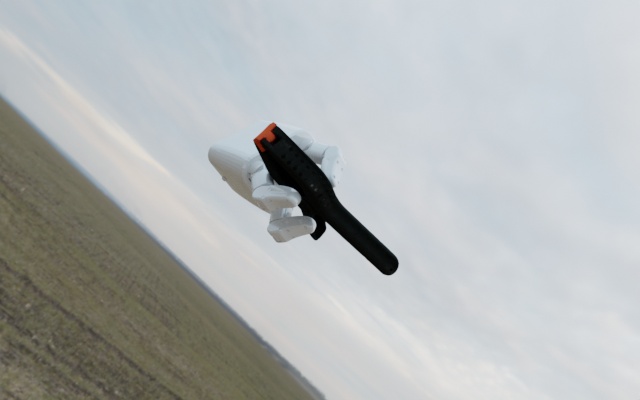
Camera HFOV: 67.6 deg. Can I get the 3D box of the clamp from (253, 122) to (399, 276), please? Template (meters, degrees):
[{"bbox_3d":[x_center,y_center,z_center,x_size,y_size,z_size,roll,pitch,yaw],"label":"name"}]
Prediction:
[{"bbox_3d":[0.000,0.001,0.546,0.164,0.036,0.210,23,-25,47],"label":"clamp"}]
